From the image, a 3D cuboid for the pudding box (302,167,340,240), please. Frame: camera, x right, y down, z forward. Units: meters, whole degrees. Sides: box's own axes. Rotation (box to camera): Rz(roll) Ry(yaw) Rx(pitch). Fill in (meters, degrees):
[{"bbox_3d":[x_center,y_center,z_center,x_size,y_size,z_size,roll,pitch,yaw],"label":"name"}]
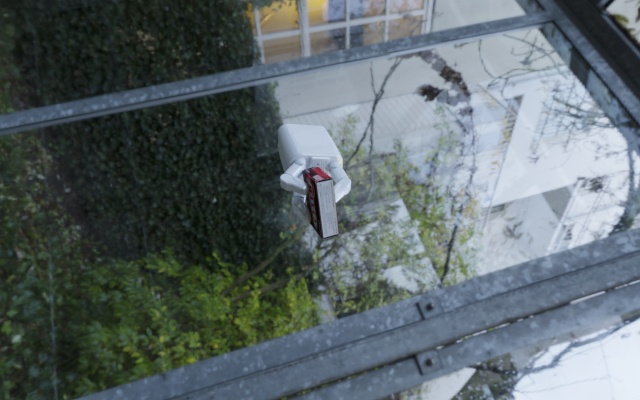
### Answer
[{"bbox_3d":[0.000,0.003,0.876,0.039,0.113,0.090,-14,21,-12],"label":"pudding box"}]
